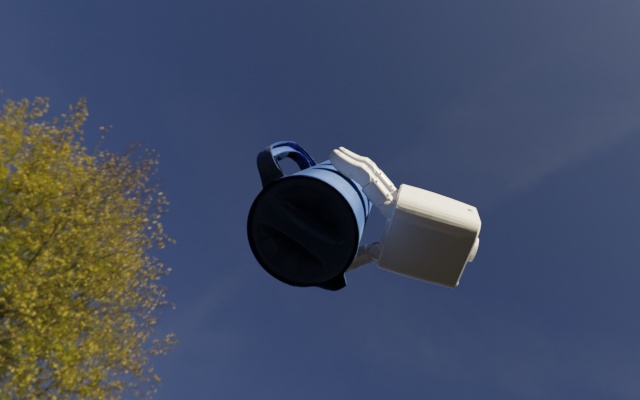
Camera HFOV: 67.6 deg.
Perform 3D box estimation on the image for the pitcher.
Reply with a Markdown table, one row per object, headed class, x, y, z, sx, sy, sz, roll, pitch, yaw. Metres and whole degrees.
| class | x | y | z | sx | sy | sz | roll | pitch | yaw |
| --- | --- | --- | --- | --- | --- | --- | --- | --- | --- |
| pitcher | 0.000 | 0.002 | 0.646 | 0.145 | 0.149 | 0.242 | 16 | 16 | 9 |
